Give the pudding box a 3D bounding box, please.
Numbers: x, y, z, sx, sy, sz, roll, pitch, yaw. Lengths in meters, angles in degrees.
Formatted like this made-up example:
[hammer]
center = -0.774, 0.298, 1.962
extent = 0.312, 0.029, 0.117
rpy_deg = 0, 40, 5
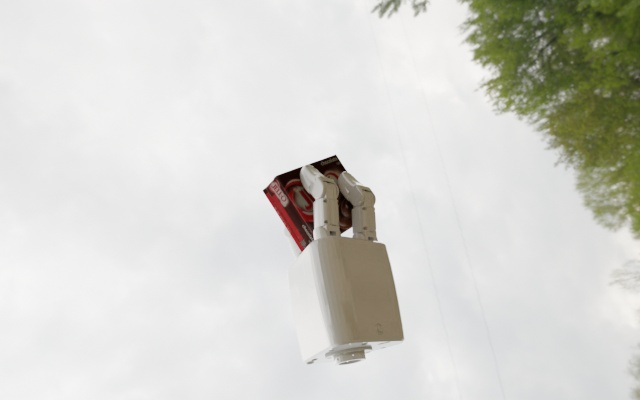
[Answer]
[pudding box]
center = 0.000, 0.002, 0.561
extent = 0.039, 0.090, 0.113
rpy_deg = -39, -9, 40
